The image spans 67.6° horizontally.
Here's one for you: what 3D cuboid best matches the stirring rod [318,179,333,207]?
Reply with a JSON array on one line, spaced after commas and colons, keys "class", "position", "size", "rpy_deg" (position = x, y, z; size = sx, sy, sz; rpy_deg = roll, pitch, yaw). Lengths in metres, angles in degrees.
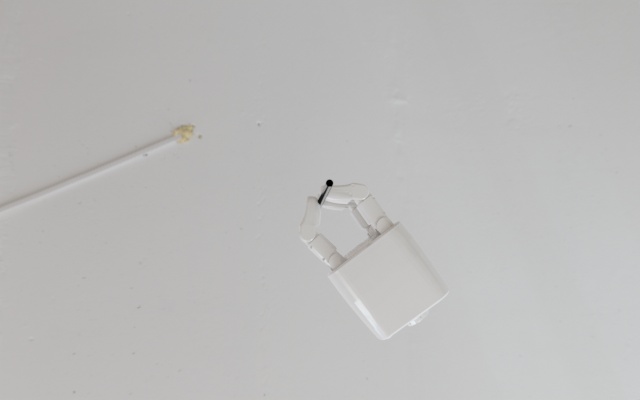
[{"class": "stirring rod", "position": [0.000, 0.002, 0.612], "size": [0.011, 0.011, 0.239], "rpy_deg": [0, -10, -5]}]
